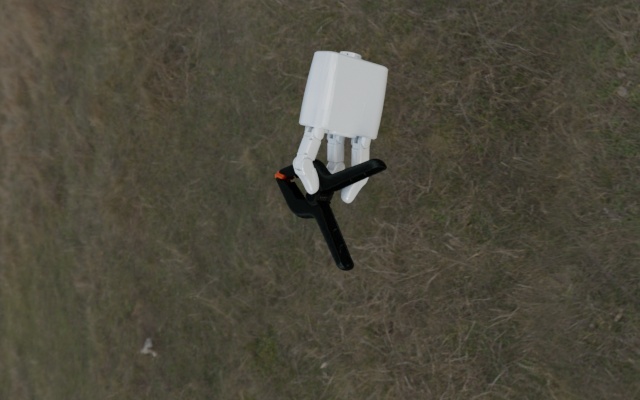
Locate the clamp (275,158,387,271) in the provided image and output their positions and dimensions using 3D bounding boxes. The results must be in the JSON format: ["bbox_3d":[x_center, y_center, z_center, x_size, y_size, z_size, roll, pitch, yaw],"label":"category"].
[{"bbox_3d":[-0.001,0.002,0.724,0.036,0.164,0.210,8,8,-44],"label":"clamp"}]
